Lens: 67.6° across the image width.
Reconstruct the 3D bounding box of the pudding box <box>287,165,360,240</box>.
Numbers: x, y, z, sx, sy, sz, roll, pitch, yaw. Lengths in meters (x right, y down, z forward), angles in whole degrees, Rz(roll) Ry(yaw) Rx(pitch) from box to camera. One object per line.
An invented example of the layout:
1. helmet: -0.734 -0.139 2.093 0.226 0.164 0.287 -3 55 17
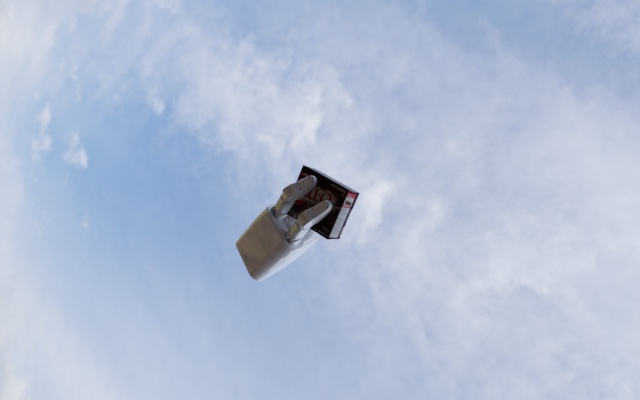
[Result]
1. pudding box: 0.000 0.003 0.805 0.113 0.090 0.039 30 13 34
